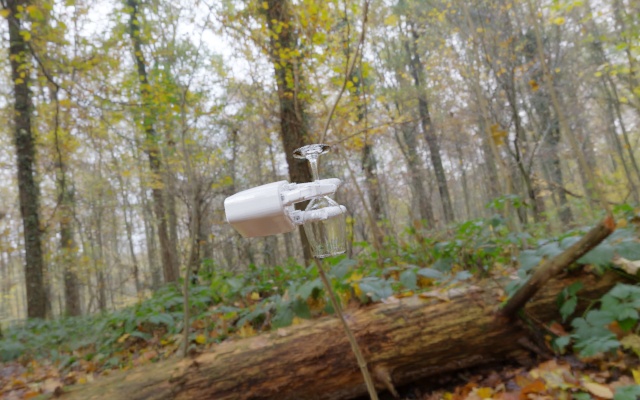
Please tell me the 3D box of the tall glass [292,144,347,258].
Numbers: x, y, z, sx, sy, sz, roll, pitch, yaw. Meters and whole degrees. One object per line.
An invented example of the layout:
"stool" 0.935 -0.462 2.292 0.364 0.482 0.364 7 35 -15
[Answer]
"tall glass" 0.000 0.002 0.884 0.079 0.201 0.079 -10 -10 -2
